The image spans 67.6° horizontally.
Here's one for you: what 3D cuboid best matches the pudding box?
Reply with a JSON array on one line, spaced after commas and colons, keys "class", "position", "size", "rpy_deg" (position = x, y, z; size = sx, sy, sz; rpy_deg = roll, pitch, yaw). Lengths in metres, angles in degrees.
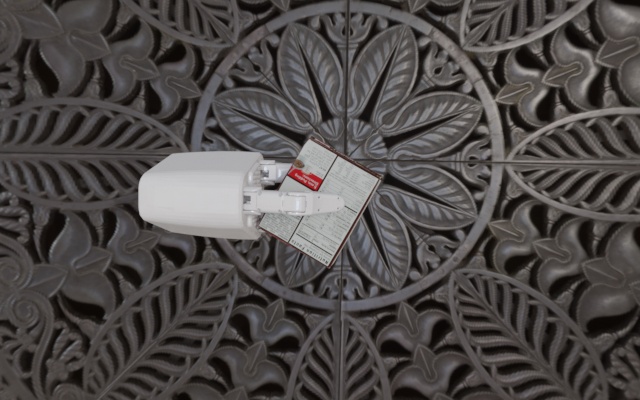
[{"class": "pudding box", "position": [0.000, 0.002, 0.505], "size": [0.090, 0.113, 0.039], "rpy_deg": [30, 7, 4]}]
